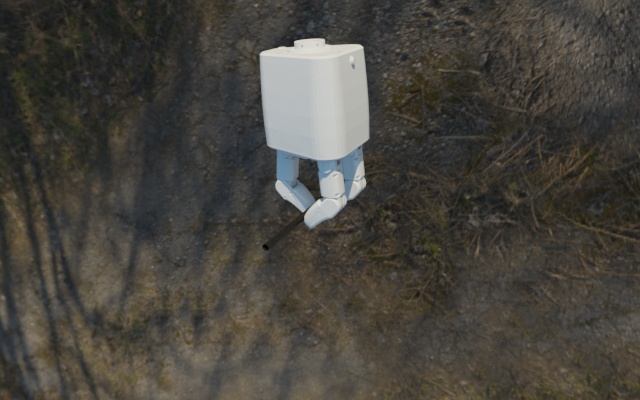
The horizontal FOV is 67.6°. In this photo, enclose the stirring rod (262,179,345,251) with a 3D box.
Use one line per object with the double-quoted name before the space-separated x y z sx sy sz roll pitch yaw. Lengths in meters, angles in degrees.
"stirring rod" 0.000 0.002 0.589 0.011 0.011 0.239 0 23 31
